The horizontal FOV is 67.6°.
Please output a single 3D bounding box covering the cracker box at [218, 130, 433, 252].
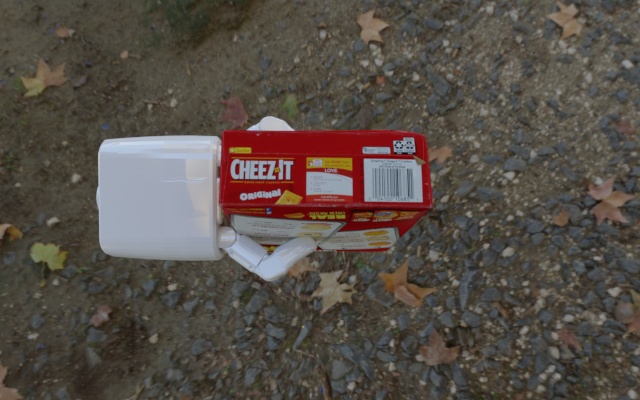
[{"bbox_3d":[0.000,0.002,0.465,0.164,0.072,0.214,0,-15,-2],"label":"cracker box"}]
